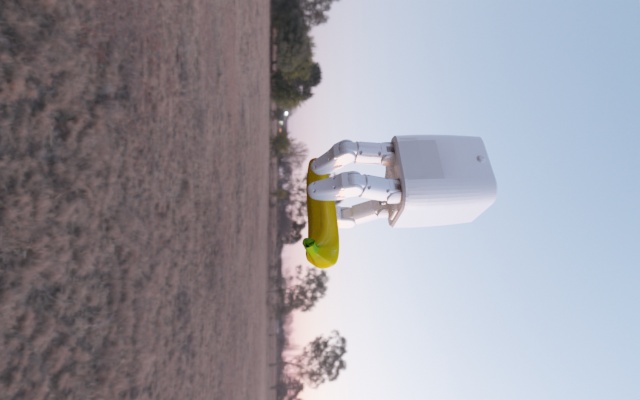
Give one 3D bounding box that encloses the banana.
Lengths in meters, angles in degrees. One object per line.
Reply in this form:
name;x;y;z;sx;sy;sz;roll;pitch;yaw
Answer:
banana;0.001;0.020;0.553;0.037;0.070;0.197;-4;30;1
